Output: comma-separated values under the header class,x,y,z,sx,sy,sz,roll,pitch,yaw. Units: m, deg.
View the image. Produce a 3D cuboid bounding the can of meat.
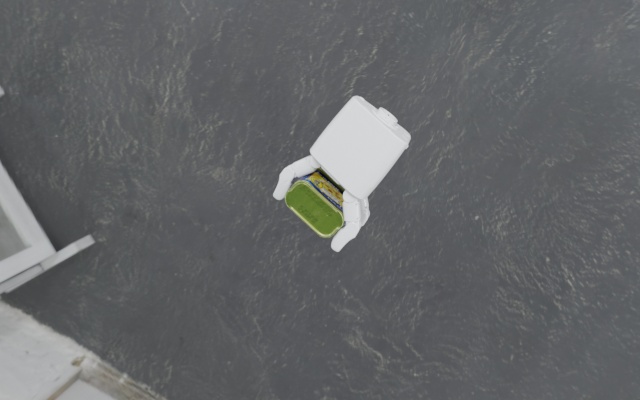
class,x,y,z,sx,sy,sz,roll,pitch,yaw
can of meat,0.000,0.003,0.746,0.102,0.057,0.084,42,22,0
